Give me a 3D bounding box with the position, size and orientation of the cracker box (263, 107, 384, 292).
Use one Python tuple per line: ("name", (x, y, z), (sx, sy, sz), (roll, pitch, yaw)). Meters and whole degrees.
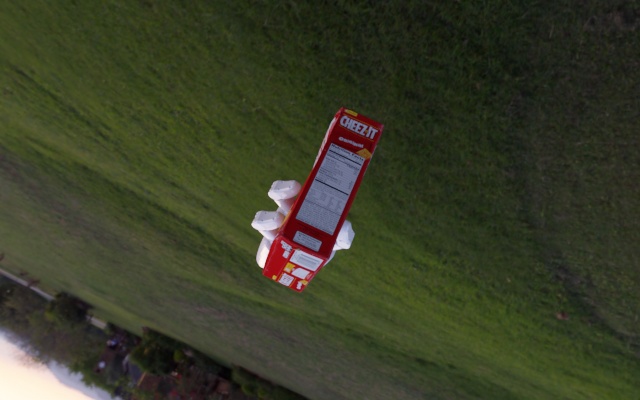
("cracker box", (0.000, 0.002, 0.662), (0.072, 0.213, 0.164), (25, -27, -2))
